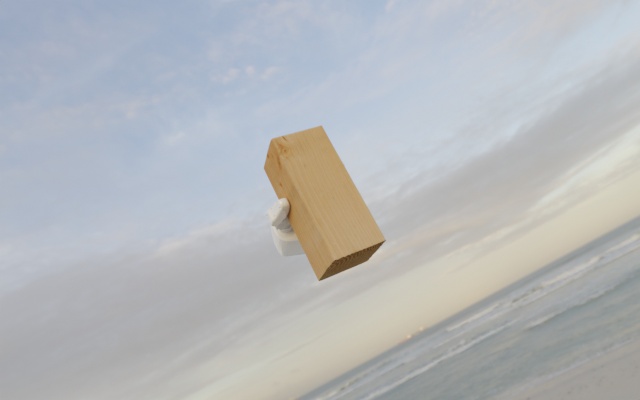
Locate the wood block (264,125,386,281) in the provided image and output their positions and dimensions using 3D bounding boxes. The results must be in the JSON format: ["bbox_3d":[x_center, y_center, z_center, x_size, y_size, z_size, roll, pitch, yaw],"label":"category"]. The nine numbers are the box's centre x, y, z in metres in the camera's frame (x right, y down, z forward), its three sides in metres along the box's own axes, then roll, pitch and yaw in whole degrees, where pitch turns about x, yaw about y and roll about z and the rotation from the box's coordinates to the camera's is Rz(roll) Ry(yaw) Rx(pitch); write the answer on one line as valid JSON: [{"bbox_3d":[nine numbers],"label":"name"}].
[{"bbox_3d":[0.000,0.003,0.723,0.091,0.206,0.090,-19,-21,-24],"label":"wood block"}]
